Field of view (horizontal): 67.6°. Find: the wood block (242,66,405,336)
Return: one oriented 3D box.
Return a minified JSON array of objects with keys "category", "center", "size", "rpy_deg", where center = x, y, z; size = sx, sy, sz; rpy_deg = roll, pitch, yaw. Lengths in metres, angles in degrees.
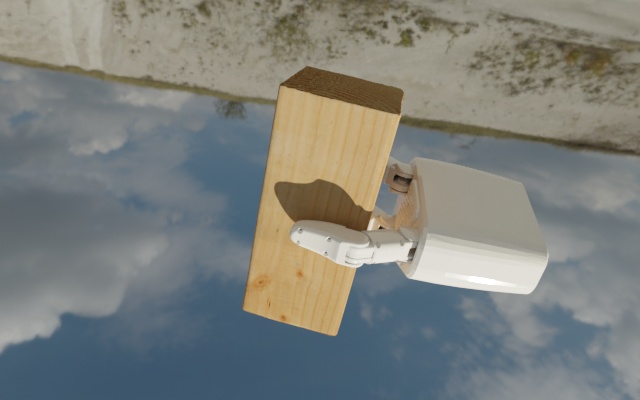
[{"category":"wood block","center":[0.000,0.002,0.416],"size":[0.090,0.206,0.090],"rpy_deg":[15,26,5]}]
